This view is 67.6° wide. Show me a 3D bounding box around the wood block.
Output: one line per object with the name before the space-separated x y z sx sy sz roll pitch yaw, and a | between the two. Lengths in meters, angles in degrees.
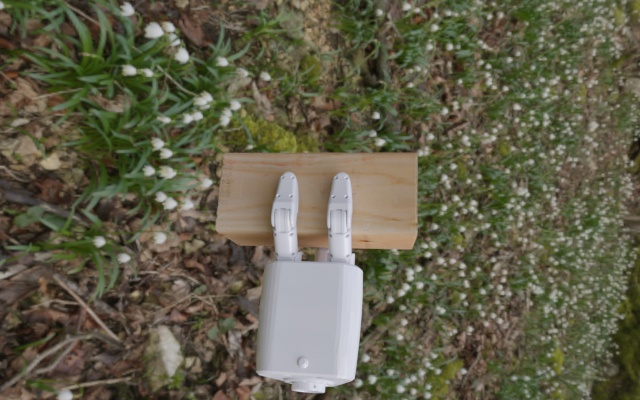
wood block | 0.000 0.002 0.533 0.206 0.090 0.091 1 -15 7
